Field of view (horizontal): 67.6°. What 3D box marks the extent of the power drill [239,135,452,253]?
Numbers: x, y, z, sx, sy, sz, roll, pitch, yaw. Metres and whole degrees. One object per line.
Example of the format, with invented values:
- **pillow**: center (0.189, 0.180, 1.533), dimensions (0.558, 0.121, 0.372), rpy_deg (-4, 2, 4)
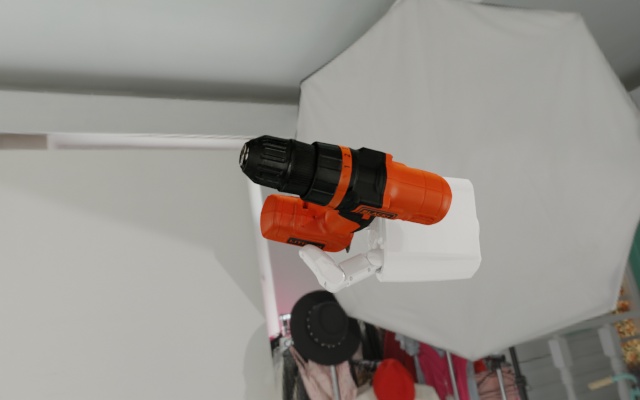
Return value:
- **power drill**: center (0.000, 0.002, 0.455), dimensions (0.184, 0.057, 0.188), rpy_deg (14, -18, -17)
